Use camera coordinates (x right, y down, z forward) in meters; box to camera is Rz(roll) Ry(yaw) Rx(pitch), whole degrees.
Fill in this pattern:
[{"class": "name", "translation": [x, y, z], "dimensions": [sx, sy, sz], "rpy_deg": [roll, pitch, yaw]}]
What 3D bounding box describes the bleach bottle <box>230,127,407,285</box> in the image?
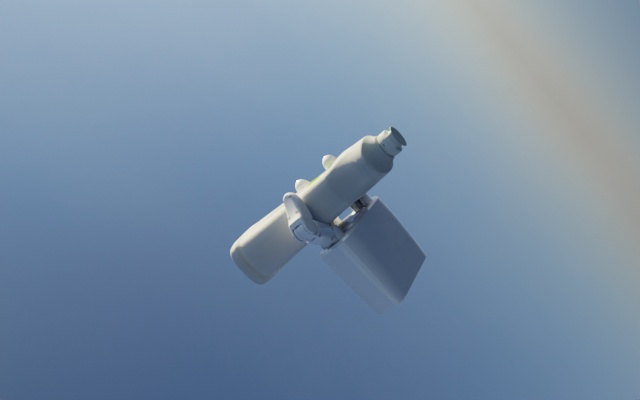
[{"class": "bleach bottle", "translation": [0.000, 0.002, 0.589], "dimensions": [0.251, 0.068, 0.102], "rpy_deg": [-40, 6, 27]}]
